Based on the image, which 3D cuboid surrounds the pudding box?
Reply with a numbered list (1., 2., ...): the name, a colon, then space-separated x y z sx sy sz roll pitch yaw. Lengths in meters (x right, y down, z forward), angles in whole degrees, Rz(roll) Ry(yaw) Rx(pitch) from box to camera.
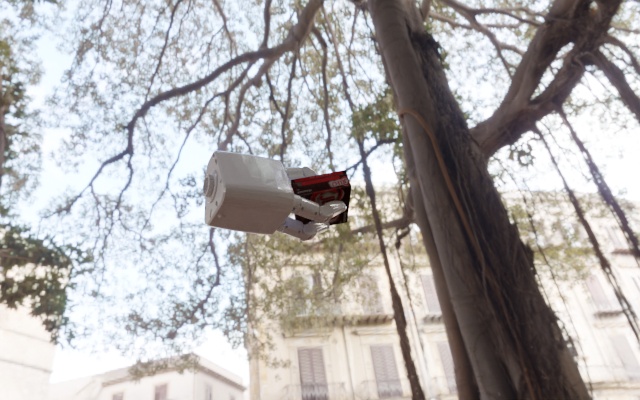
1. pudding box: 0.000 0.002 0.770 0.090 0.039 0.114 -10 -30 -7
